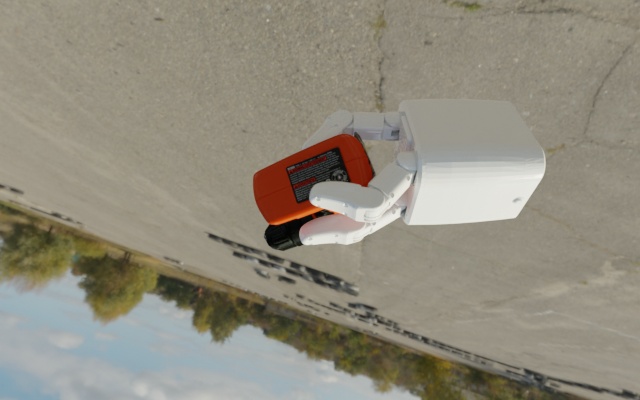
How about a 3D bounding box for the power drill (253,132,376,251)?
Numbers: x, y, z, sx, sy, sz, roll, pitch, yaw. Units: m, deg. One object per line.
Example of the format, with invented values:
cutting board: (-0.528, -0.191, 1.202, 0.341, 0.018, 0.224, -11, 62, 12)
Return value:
power drill: (0.000, 0.001, 0.497, 0.184, 0.057, 0.188, -24, -14, 10)
